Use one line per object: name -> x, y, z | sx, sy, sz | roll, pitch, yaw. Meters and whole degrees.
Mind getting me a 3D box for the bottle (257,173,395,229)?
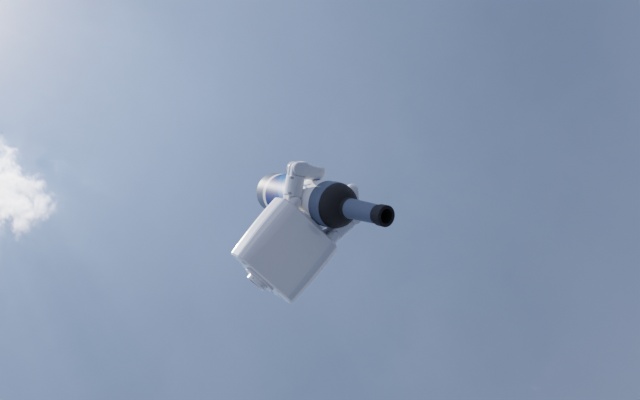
bottle -> 0.000, 0.002, 0.705 | 0.069, 0.069, 0.295 | 0, 7, -34
